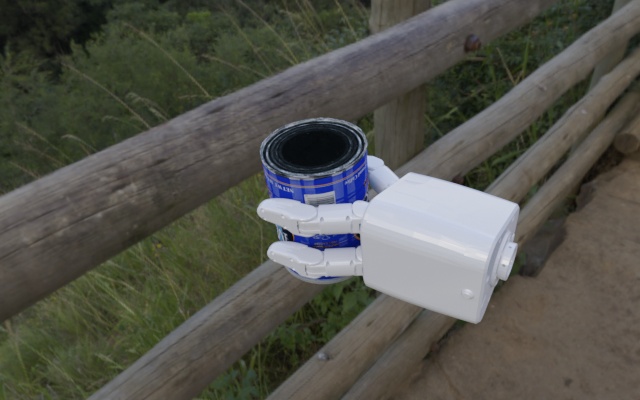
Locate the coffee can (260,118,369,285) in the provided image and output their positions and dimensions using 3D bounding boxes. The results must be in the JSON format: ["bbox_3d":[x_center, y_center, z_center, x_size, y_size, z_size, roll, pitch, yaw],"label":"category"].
[{"bbox_3d":[0.000,0.002,0.492,0.103,0.140,0.102,-5,39,4],"label":"coffee can"}]
